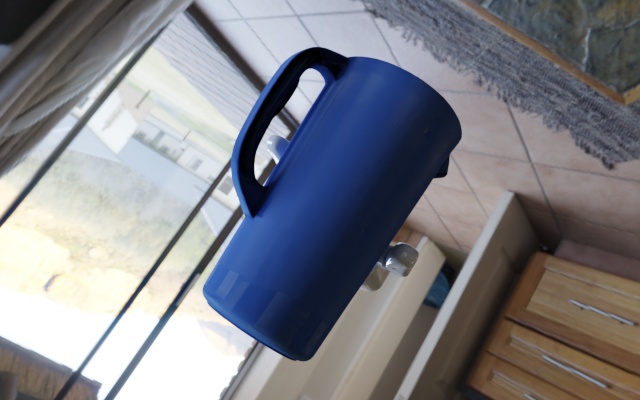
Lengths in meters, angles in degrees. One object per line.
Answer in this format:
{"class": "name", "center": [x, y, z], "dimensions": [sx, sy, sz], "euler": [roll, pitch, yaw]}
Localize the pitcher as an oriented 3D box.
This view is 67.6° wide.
{"class": "pitcher", "center": [0.000, 0.001, 0.412], "dimensions": [0.149, 0.243, 0.145], "euler": [29, -13, 19]}
